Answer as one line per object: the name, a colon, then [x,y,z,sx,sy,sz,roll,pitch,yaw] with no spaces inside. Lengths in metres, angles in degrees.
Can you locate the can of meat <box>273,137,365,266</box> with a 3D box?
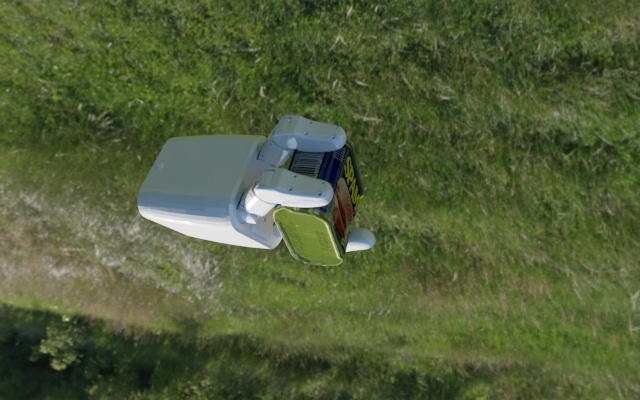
can of meat: [0.000,0.002,0.437,0.057,0.084,0.102,6,-32,18]
